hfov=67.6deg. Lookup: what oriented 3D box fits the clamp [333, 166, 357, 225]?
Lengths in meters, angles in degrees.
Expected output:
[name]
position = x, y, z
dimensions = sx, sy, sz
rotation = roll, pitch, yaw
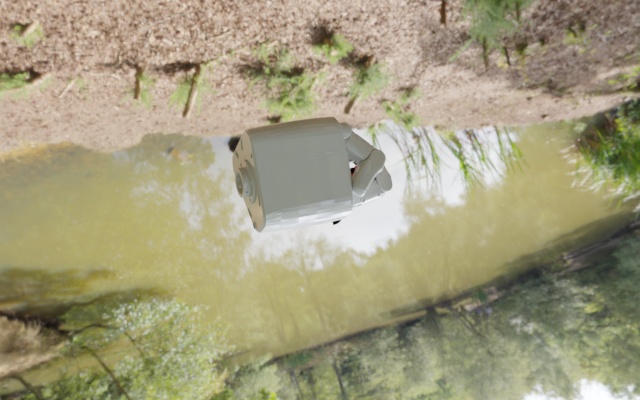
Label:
[clamp]
position = 0.000, 0.003, 0.639
dimensions = 0.120, 0.039, 0.171
rotation = -12, -19, -25
